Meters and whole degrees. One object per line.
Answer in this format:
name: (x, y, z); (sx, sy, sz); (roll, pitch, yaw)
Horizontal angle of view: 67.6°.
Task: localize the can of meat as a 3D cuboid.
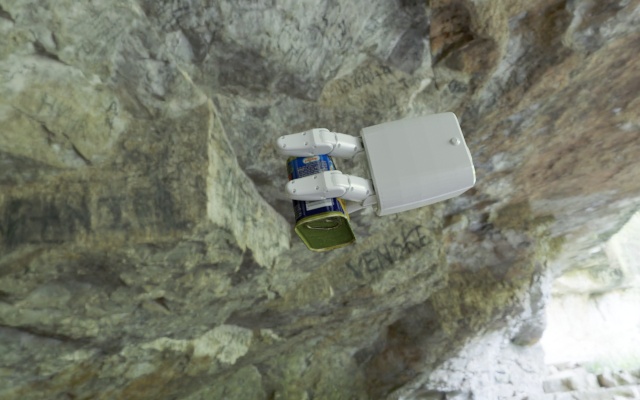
can of meat: (0.000, 0.002, 0.544); (0.057, 0.084, 0.102); (-14, -25, 7)
